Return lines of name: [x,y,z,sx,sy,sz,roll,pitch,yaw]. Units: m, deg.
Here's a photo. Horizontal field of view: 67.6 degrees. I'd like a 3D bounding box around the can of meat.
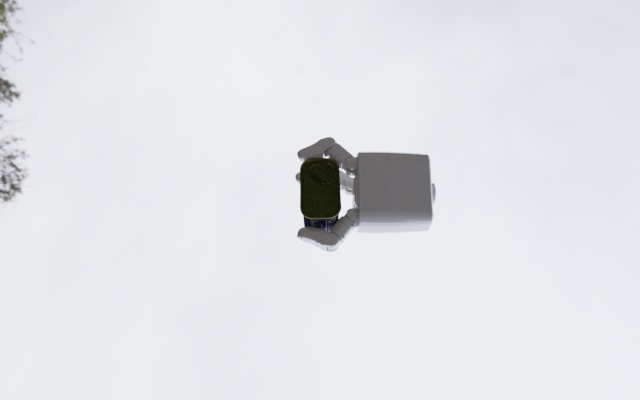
can of meat: [0.000,0.003,0.706,0.057,0.102,0.084,-2,-31,0]
